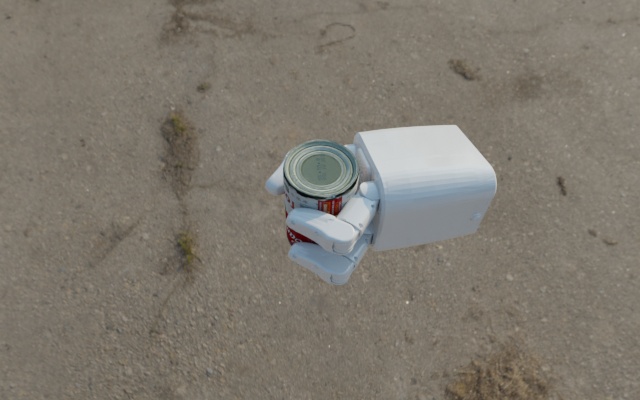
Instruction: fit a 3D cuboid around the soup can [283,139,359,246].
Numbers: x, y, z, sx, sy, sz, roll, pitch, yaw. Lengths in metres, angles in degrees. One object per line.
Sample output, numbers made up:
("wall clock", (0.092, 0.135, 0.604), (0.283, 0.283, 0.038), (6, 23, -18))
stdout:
("soup can", (0.000, 0.001, 0.448), (0.068, 0.068, 0.102), (0, -36, -1))
